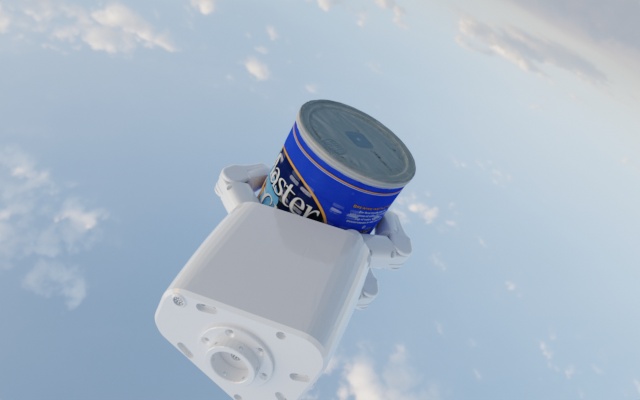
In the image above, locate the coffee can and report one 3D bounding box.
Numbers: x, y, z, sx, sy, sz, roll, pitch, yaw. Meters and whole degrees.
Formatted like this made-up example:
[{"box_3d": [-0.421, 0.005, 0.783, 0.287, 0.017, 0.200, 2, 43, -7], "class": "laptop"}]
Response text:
[{"box_3d": [0.000, 0.001, 0.407, 0.103, 0.140, 0.102, 21, 35, -15], "class": "coffee can"}]
